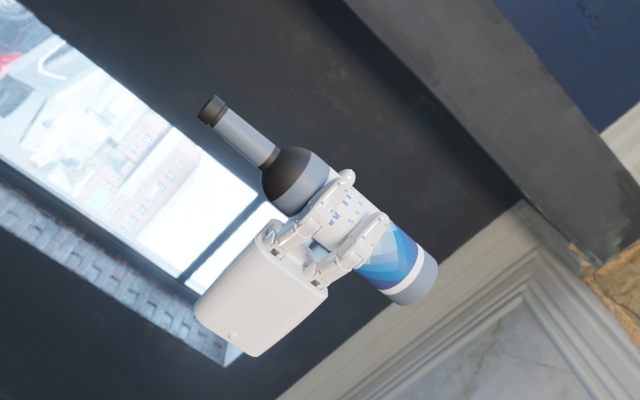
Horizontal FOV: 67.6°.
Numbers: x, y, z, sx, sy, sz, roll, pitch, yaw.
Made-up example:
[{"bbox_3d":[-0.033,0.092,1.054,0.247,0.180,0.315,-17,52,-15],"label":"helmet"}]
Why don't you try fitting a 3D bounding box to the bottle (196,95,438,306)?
[{"bbox_3d":[0.000,0.002,0.489,0.296,0.069,0.069,40,-16,-20],"label":"bottle"}]
